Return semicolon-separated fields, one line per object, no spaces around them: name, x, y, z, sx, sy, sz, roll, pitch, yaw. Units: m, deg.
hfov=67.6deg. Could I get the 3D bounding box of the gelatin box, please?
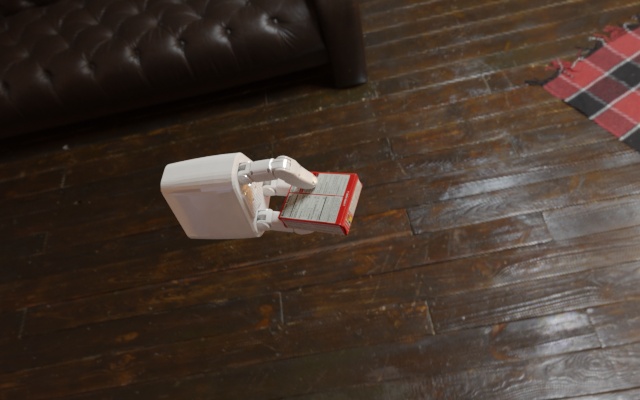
gelatin box;0.000;0.002;0.597;0.089;0.073;0.030;4;-30;27
